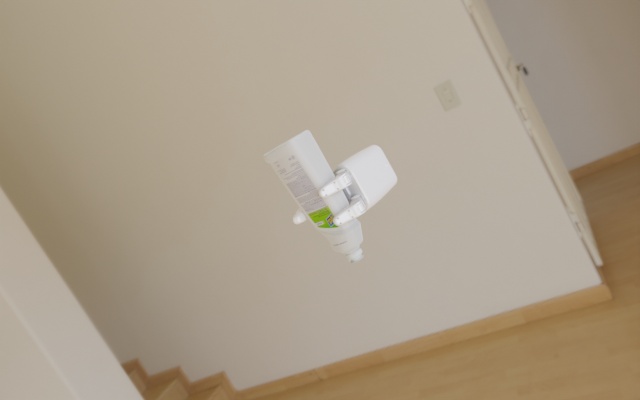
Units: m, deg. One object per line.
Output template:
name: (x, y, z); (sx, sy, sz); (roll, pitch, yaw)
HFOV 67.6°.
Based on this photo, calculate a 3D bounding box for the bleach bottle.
bleach bottle: (0.000, 0.003, 0.870); (0.068, 0.251, 0.102); (-37, 10, -40)
